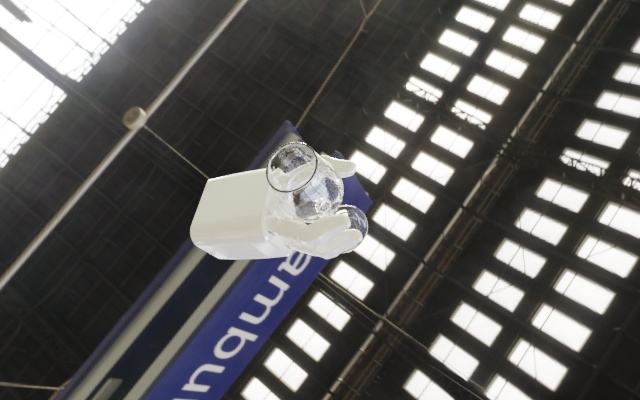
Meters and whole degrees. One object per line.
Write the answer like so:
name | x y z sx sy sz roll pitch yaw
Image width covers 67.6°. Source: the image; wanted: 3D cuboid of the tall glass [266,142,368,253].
tall glass | 0.000 0.002 0.607 0.079 0.079 0.201 0 -23 20
